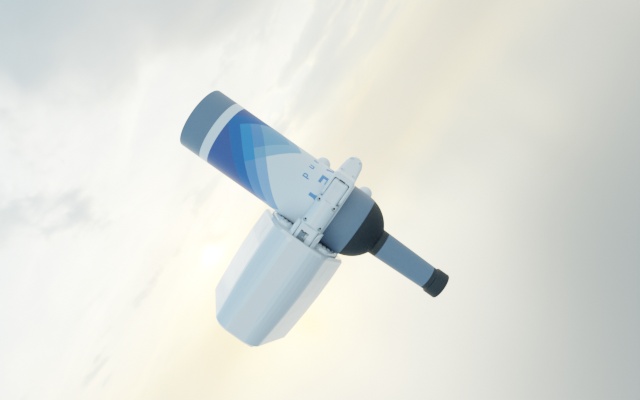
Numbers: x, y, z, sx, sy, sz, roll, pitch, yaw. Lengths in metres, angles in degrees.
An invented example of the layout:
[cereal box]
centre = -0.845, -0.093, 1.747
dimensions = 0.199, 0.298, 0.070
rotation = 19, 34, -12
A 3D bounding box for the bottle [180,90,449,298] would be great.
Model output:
[bottle]
centre = 0.000, 0.001, 0.478
dimensions = 0.296, 0.069, 0.069
rotation = 35, 0, 0
